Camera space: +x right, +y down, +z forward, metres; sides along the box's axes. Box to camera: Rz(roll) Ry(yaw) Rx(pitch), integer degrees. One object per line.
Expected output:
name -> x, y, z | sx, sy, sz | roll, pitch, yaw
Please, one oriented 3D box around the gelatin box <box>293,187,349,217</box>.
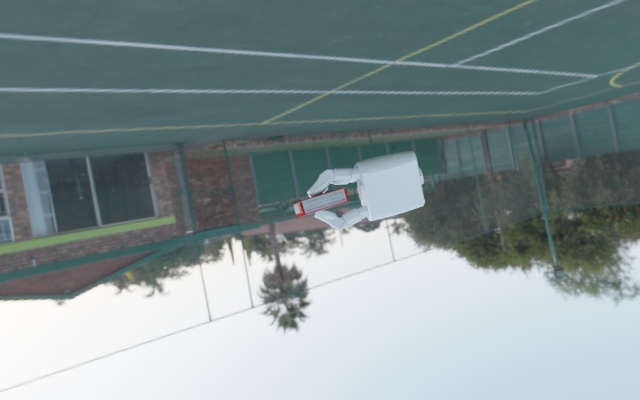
gelatin box -> 0.000, 0.003, 0.876 | 0.089, 0.030, 0.073 | -18, 0, -14
